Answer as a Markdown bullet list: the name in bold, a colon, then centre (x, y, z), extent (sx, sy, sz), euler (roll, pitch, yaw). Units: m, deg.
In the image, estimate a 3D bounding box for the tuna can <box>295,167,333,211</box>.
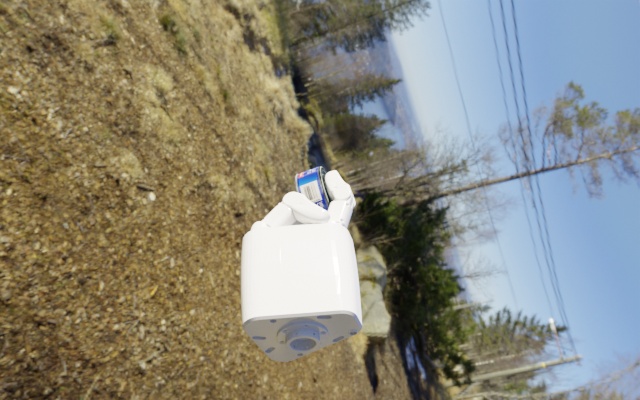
- **tuna can**: centre (0.001, 0.002, 0.592), extent (0.034, 0.086, 0.086), euler (-20, -4, 10)
